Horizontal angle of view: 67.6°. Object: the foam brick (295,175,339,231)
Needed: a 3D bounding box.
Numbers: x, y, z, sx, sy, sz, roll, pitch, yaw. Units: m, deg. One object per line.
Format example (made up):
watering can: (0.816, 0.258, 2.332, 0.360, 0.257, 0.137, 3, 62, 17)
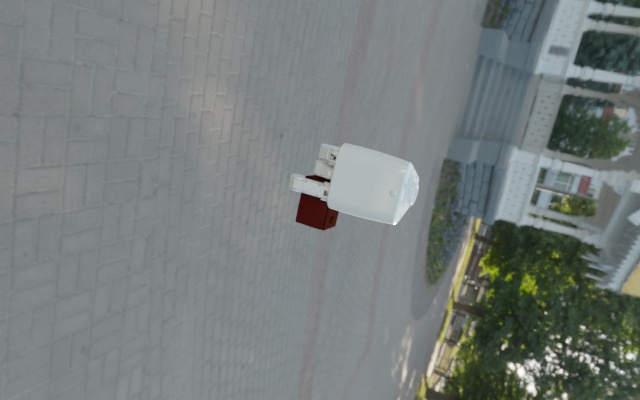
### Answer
foam brick: (0.000, 0.003, 0.757, 0.051, 0.078, 0.053, 17, 11, 20)
